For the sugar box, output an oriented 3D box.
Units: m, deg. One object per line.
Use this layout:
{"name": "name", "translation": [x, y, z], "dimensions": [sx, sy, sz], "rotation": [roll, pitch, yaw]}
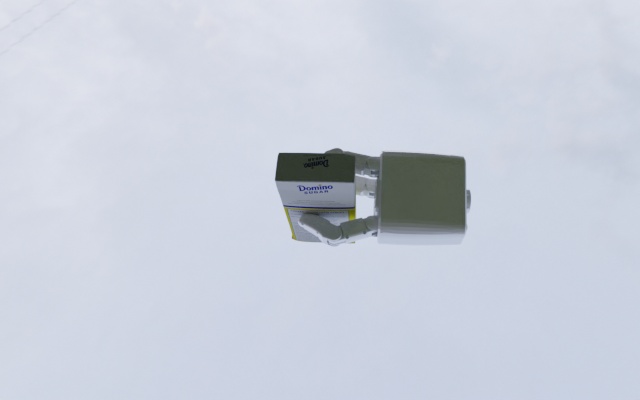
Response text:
{"name": "sugar box", "translation": [0.000, 0.002, 0.617], "dimensions": [0.093, 0.048, 0.176], "rotation": [2, -30, 5]}
